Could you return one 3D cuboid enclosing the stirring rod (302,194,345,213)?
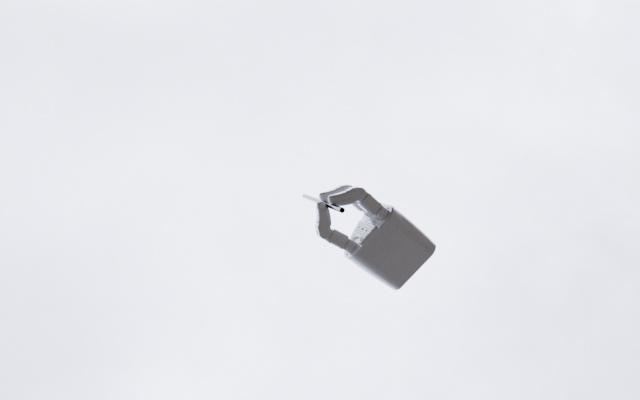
[{"bbox_3d":[0.000,0.003,0.804,0.011,0.011,0.239,0,5,-15],"label":"stirring rod"}]
